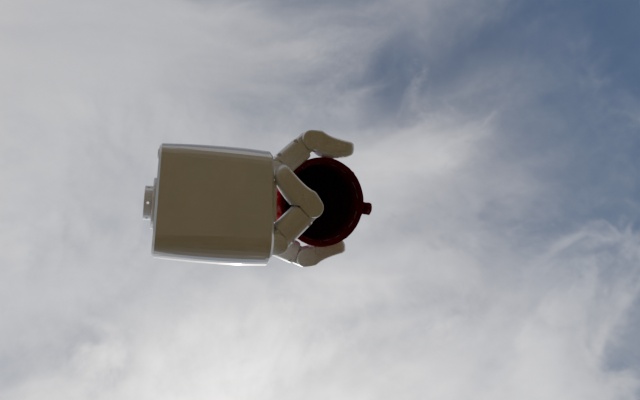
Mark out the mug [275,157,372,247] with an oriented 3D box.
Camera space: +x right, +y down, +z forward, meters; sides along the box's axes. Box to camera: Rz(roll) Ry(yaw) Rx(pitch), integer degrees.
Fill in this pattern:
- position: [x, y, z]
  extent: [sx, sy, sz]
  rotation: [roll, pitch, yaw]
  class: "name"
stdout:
- position: [0.001, 0.002, 0.534]
  extent: [0.117, 0.093, 0.081]
  rotation: [5, 0, -20]
  class: "mug"
